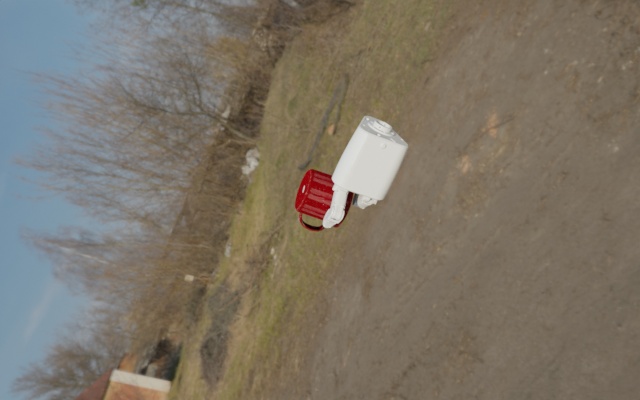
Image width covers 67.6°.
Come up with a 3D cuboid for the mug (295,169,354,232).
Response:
[{"bbox_3d":[-0.001,0.004,0.865,0.081,0.117,0.093,19,24,-14],"label":"mug"}]
